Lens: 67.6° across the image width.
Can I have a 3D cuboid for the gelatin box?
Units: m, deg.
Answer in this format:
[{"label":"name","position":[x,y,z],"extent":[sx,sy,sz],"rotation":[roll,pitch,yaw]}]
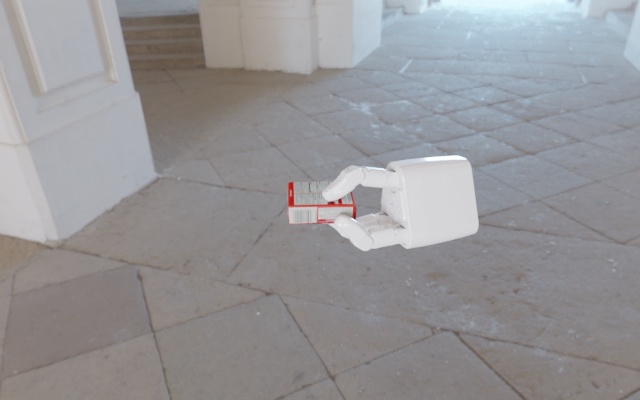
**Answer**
[{"label":"gelatin box","position":[0.000,0.002,0.644],"extent":[0.089,0.030,0.073],"rotation":[-1,29,-4]}]
